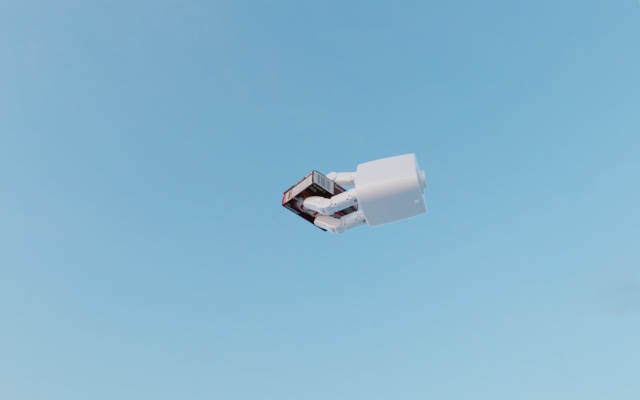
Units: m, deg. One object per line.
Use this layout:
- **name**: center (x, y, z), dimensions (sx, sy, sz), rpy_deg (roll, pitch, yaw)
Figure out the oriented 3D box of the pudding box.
- **pudding box**: center (0.000, 0.003, 0.877), dimensions (0.113, 0.039, 0.090), rpy_deg (34, -50, -27)
